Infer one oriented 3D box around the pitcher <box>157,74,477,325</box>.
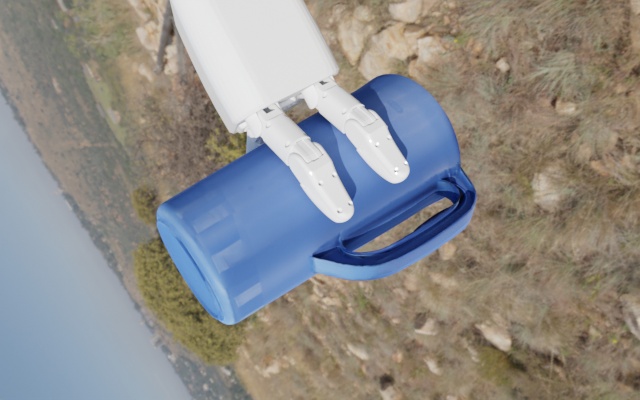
[{"bbox_3d":[0.000,0.001,0.405,0.243,0.145,0.149,-32,8,-25],"label":"pitcher"}]
